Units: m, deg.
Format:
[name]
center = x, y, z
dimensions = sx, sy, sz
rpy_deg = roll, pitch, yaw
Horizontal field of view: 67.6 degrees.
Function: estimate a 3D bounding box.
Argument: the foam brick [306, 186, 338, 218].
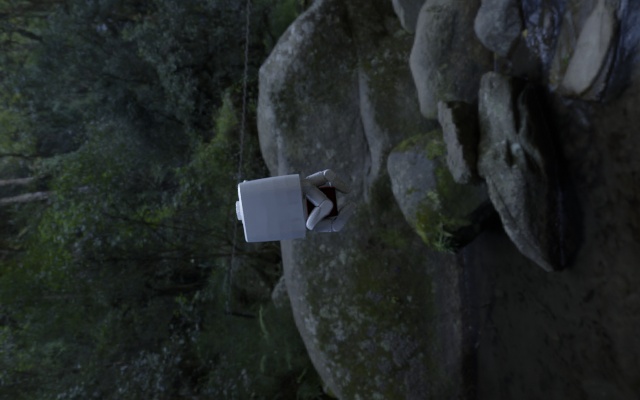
[foam brick]
center = 0.000, 0.003, 0.867
dimensions = 0.051, 0.053, 0.078
rpy_deg = -7, 3, -4
